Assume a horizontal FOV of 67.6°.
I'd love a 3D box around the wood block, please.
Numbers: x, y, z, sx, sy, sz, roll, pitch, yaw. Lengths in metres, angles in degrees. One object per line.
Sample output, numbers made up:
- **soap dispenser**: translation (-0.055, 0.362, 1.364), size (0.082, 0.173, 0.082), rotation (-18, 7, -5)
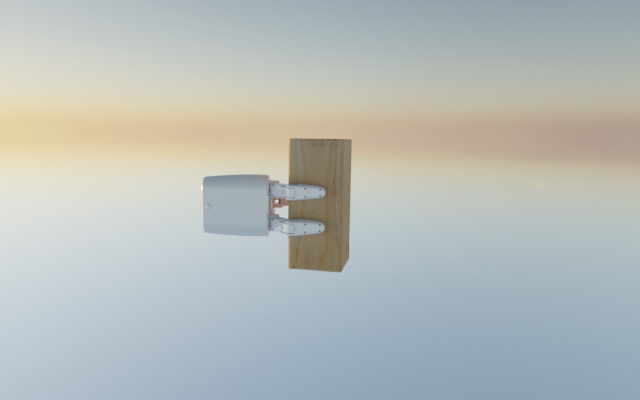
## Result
- **wood block**: translation (0.000, 0.003, 0.780), size (0.090, 0.206, 0.091), rotation (2, 8, 10)
